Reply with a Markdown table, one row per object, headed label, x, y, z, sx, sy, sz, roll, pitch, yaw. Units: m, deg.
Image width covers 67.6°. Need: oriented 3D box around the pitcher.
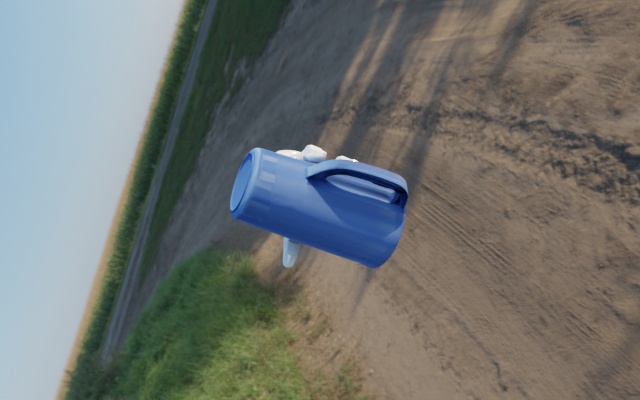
| label | x | y | z | sx | sy | sz | roll | pitch | yaw |
| --- | --- | --- | --- | --- | --- | --- | --- | --- | --- |
| pitcher | 0.000 | 0.002 | 0.711 | 0.243 | 0.149 | 0.145 | 18 | 2 | -21 |
